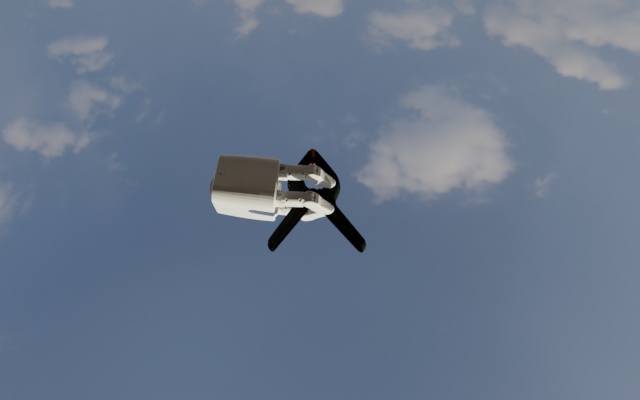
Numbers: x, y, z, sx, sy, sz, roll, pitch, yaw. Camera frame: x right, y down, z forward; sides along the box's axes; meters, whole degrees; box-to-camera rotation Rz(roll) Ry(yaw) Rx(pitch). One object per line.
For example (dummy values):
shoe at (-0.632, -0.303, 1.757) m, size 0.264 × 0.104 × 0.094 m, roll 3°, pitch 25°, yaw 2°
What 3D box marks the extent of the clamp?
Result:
clamp at (0.000, 0.003, 0.840) m, size 0.164 × 0.209 × 0.036 m, roll 8°, pitch -32°, yaw -6°
